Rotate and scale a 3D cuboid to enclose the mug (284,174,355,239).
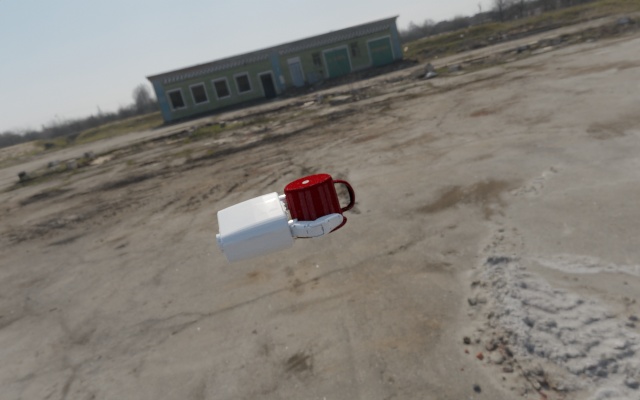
[{"bbox_3d":[0.001,0.002,0.779,0.117,0.081,0.093,-18,15,-7],"label":"mug"}]
